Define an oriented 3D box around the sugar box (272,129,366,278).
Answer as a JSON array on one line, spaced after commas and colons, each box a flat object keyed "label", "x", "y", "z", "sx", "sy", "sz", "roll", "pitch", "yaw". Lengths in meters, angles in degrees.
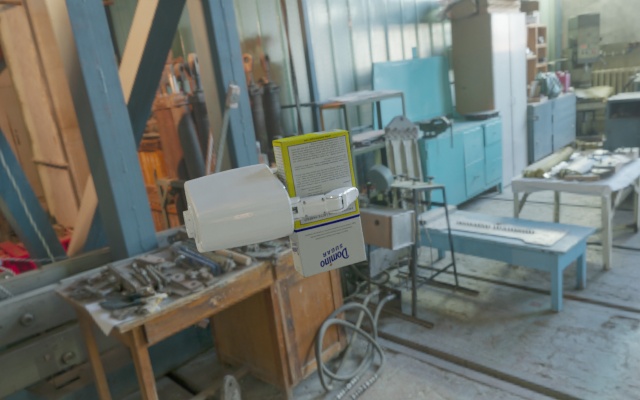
[{"label": "sugar box", "x": 0.000, "y": 0.002, "z": 0.620, "sx": 0.093, "sy": 0.176, "sz": 0.048, "roll": -13, "pitch": 15, "yaw": -19}]
